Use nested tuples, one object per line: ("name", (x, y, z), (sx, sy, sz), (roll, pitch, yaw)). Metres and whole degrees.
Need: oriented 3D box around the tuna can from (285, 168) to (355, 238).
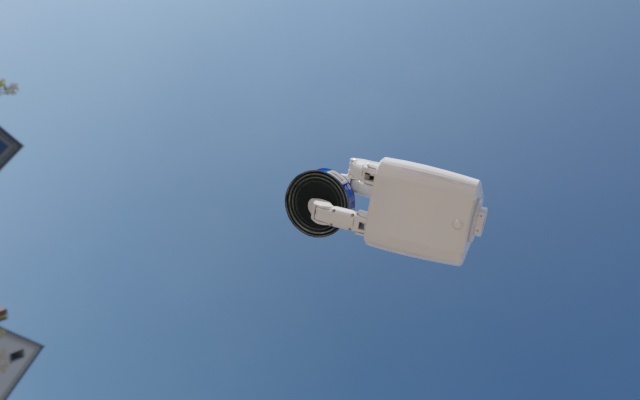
("tuna can", (0.000, 0.002, 0.609), (0.086, 0.086, 0.033), (0, 10, 22))
